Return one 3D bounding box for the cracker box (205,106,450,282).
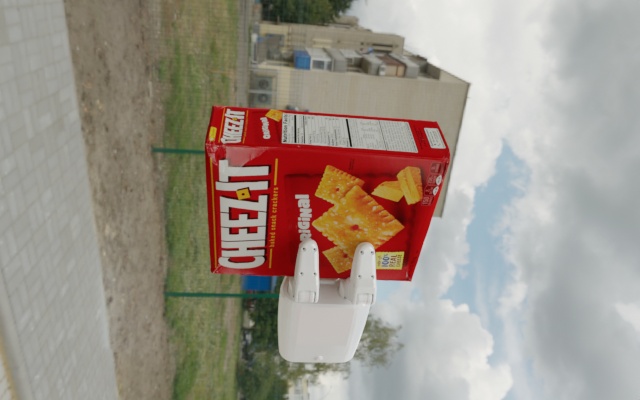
[{"bbox_3d":[0.000,0.001,0.468,0.214,0.164,0.072,3,40,-7],"label":"cracker box"}]
